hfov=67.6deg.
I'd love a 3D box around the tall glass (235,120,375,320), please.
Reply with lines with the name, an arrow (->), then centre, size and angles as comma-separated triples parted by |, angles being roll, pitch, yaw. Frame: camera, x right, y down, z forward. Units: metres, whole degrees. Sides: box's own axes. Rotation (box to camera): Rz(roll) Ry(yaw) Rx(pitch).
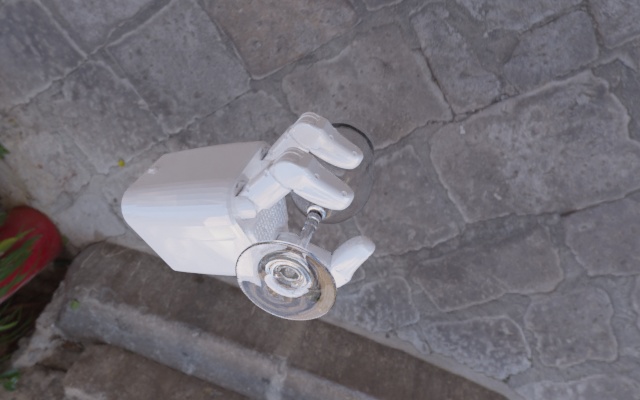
tall glass -> 0.000, 0.002, 0.408 | 0.079, 0.079, 0.201 | 0, 34, 18
